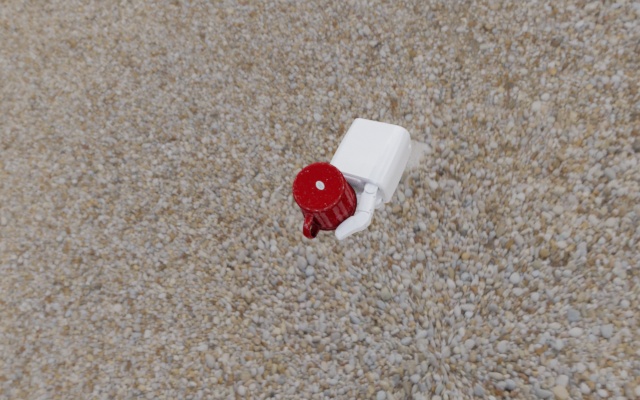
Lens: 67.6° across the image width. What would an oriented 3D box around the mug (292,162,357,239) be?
[{"bbox_3d":[-0.001,0.004,0.734,0.093,0.117,0.081,20,-13,19],"label":"mug"}]
